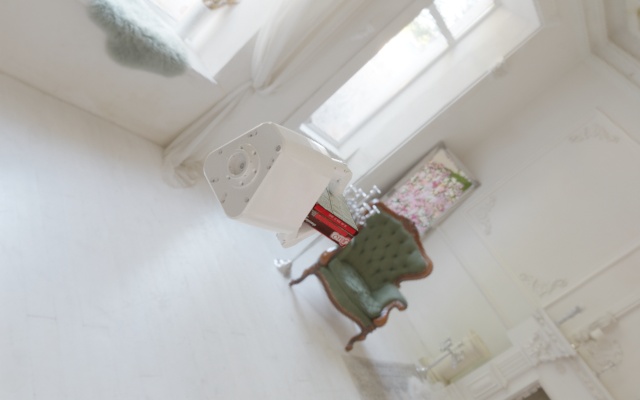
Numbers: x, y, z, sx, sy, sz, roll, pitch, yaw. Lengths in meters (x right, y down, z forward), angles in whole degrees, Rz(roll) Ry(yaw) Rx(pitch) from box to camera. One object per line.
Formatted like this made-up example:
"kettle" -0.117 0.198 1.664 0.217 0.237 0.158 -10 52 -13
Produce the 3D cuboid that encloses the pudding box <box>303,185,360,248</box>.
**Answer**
"pudding box" 0.000 0.002 0.665 0.090 0.039 0.113 37 21 -33
